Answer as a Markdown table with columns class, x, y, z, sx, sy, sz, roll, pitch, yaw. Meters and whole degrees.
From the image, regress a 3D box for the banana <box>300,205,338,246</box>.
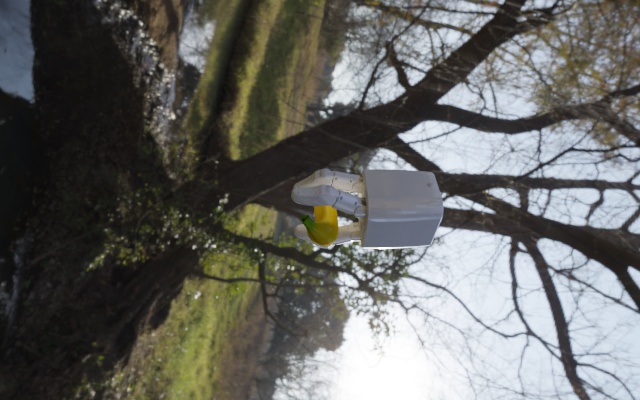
| class | x | y | z | sx | sy | sz | roll | pitch | yaw |
| --- | --- | --- | --- | --- | --- | --- | --- | --- | --- |
| banana | 0.005 | 0.021 | 0.705 | 0.037 | 0.070 | 0.197 | -13 | 16 | 7 |
